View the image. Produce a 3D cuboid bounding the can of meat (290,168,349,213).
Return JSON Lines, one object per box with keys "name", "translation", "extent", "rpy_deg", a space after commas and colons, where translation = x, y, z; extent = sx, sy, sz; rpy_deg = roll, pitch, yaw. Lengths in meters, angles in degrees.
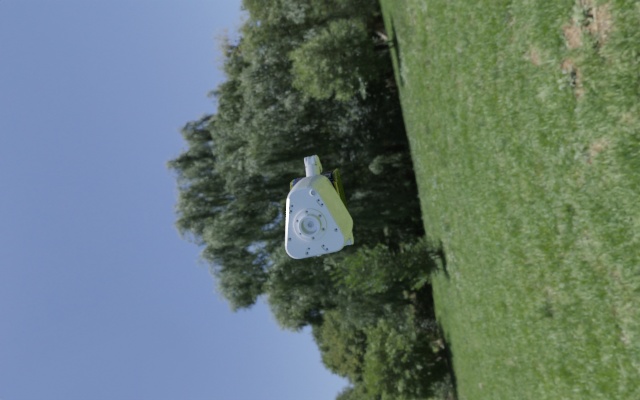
{"name": "can of meat", "translation": [0.000, 0.003, 0.842], "extent": [0.084, 0.102, 0.057], "rpy_deg": [-12, 12, 9]}
